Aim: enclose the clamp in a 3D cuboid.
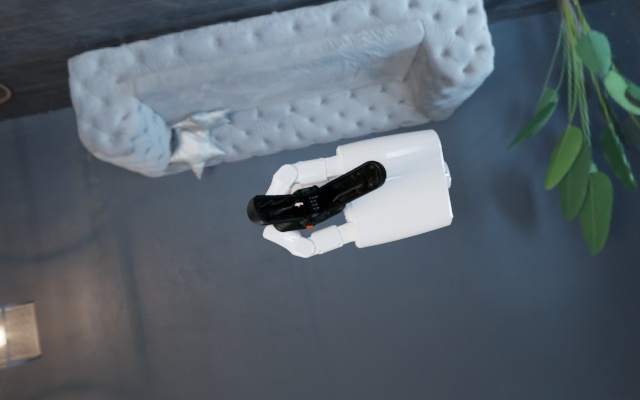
[{"bbox_3d":[0.000,0.002,0.460,0.120,0.039,0.171,-13,-5,0],"label":"clamp"}]
